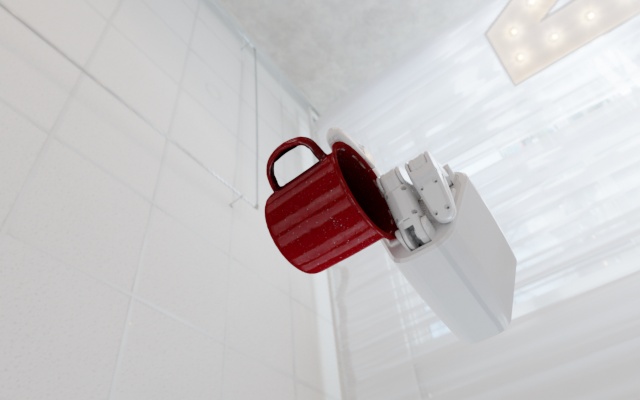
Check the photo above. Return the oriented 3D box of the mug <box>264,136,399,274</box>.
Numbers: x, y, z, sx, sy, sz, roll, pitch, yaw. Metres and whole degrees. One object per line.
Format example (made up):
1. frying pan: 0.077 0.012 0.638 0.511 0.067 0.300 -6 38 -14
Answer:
1. mug: -0.001 0.000 0.402 0.081 0.117 0.093 -32 16 22
